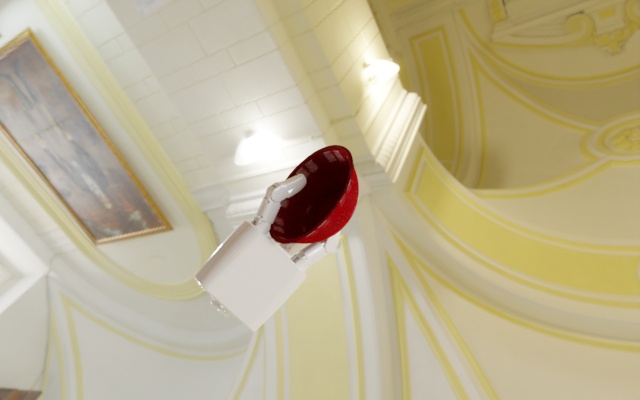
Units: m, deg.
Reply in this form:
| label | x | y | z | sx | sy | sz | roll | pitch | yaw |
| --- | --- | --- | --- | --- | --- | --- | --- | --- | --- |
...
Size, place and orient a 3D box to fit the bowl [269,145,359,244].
| label | x | y | z | sx | sy | sz | roll | pitch | yaw |
| --- | --- | --- | --- | --- | --- | --- | --- | --- | --- |
| bowl | 0.001 | 0.001 | 0.672 | 0.055 | 0.162 | 0.162 | 37 | -22 | -31 |
